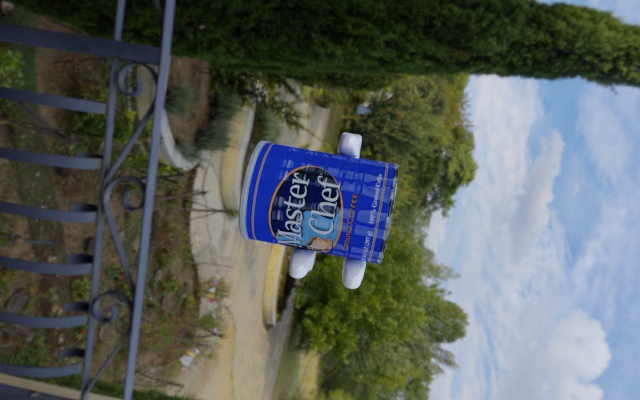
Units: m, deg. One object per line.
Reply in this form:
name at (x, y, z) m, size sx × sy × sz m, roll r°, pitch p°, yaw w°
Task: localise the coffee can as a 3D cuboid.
coffee can at (0.000, 0.001, 0.484) m, size 0.140 × 0.103 × 0.103 m, roll 10°, pitch 1°, yaw 5°
